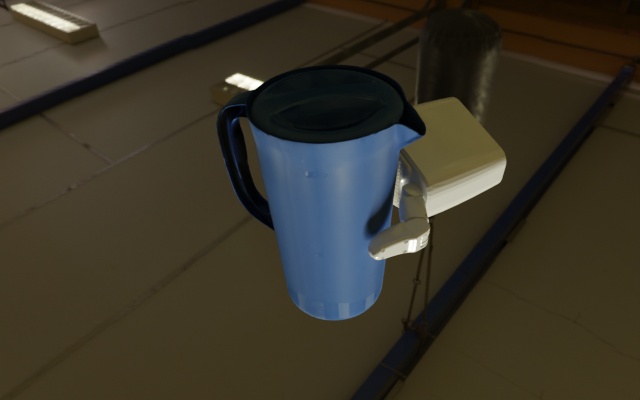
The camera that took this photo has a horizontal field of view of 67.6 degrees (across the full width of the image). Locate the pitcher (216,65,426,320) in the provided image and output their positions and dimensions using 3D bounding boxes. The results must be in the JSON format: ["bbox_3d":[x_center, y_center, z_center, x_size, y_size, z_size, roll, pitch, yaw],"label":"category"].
[{"bbox_3d":[0.000,0.002,0.469,0.145,0.243,0.149,-21,43,-20],"label":"pitcher"}]
